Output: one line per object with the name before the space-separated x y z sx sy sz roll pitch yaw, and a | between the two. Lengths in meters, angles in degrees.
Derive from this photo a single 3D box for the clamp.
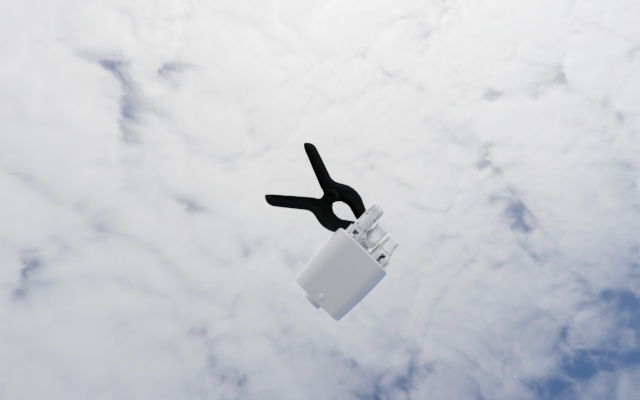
clamp | 0.000 0.003 0.759 0.171 0.120 0.039 44 -7 4
